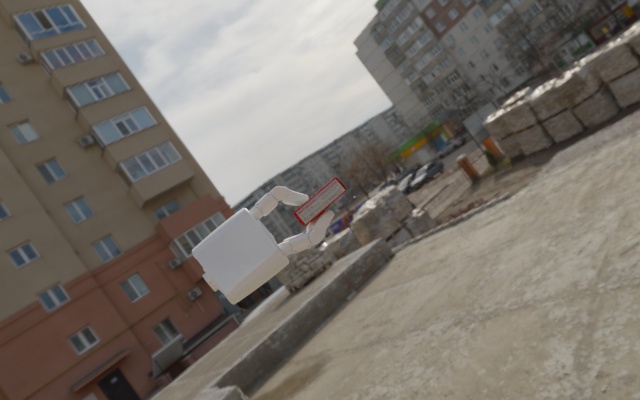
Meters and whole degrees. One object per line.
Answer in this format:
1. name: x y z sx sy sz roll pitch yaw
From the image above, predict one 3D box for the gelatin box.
1. gelatin box: 0.000 0.002 0.760 0.089 0.030 0.073 -41 -1 1
